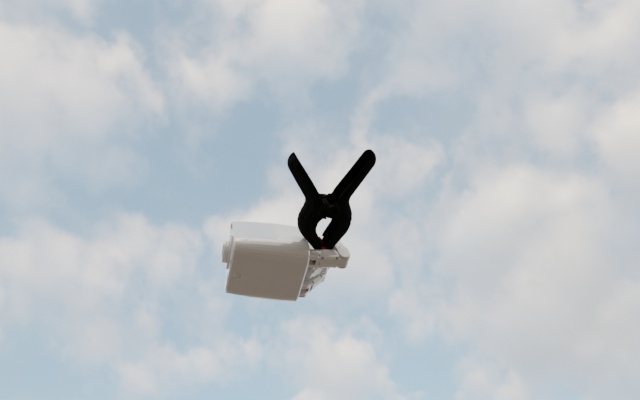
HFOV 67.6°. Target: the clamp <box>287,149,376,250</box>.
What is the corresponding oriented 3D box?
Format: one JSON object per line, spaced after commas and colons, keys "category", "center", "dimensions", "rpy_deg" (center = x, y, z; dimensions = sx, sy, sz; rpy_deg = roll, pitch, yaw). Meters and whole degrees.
{"category": "clamp", "center": [0.000, 0.002, 0.658], "dimensions": [0.120, 0.171, 0.039], "rpy_deg": [7, 28, -17]}
